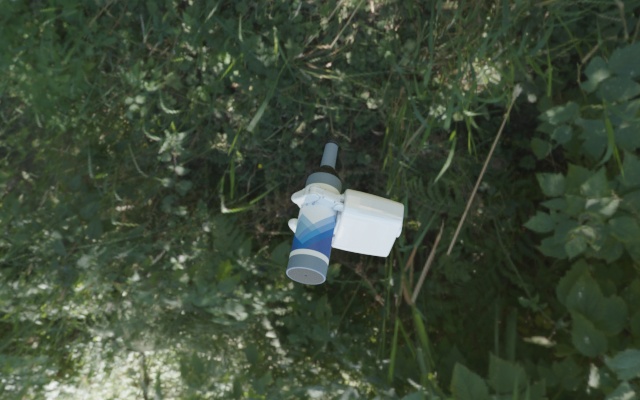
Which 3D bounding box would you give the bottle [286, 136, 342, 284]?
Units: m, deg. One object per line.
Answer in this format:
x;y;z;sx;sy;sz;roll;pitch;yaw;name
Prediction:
0.000;0.003;0.867;0.069;0.295;0.069;8;-32;5;bottle
